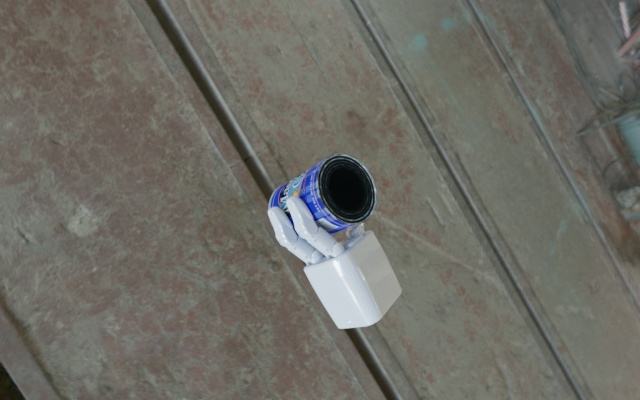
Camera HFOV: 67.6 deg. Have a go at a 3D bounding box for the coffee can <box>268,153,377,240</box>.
[{"bbox_3d":[0.000,0.002,0.706,0.103,0.102,0.140,0,-16,-35],"label":"coffee can"}]
